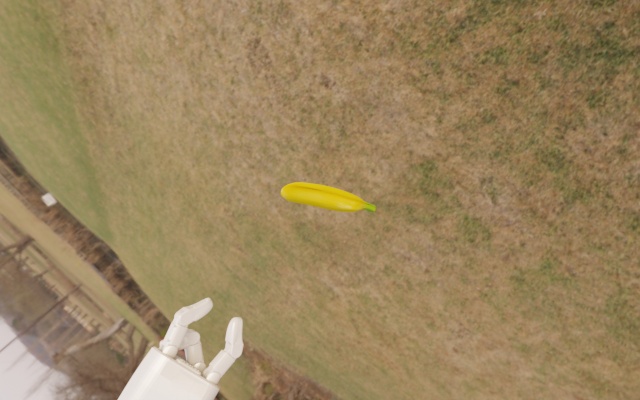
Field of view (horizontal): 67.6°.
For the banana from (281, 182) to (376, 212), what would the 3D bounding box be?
[{"bbox_3d":[-0.005,-0.004,0.829,0.198,0.037,0.070,13,-17,33],"label":"banana"}]
